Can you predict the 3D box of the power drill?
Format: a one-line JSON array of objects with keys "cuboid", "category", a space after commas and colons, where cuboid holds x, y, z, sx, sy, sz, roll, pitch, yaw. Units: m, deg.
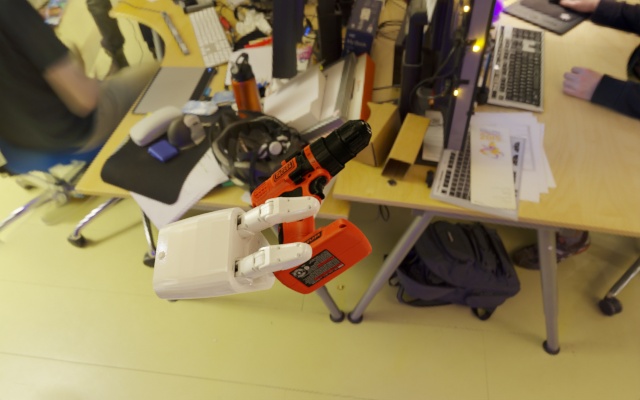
[{"cuboid": [0.000, 0.002, 0.560, 0.184, 0.187, 0.057, -37, -55, 18], "category": "power drill"}]
